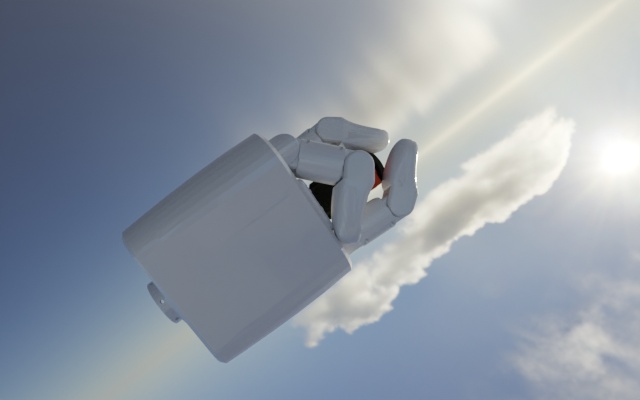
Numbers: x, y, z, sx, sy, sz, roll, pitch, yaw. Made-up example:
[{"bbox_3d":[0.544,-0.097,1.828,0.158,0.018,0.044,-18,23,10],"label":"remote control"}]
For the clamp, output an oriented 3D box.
[{"bbox_3d":[0.001,0.002,0.412,0.120,0.039,0.171,-37,-3,-12],"label":"clamp"}]
